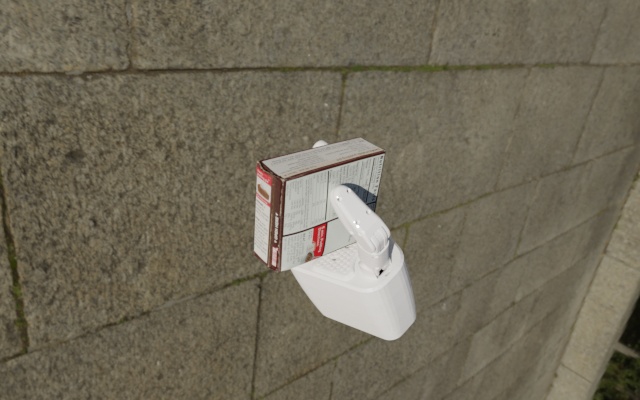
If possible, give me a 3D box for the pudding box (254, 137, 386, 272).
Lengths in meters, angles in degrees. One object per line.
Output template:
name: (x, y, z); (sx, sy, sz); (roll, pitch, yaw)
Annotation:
pudding box: (0.000, 0.001, 0.404); (0.113, 0.090, 0.039); (-19, 37, -37)
